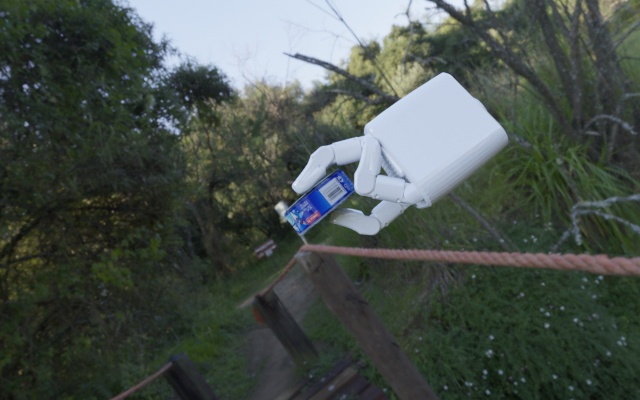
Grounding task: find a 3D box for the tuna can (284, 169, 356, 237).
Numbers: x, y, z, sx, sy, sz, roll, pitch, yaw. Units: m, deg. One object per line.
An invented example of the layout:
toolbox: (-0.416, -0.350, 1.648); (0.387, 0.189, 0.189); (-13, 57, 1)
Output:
tuna can: (0.000, 0.001, 0.548); (0.086, 0.034, 0.086); (-39, -1, -1)
